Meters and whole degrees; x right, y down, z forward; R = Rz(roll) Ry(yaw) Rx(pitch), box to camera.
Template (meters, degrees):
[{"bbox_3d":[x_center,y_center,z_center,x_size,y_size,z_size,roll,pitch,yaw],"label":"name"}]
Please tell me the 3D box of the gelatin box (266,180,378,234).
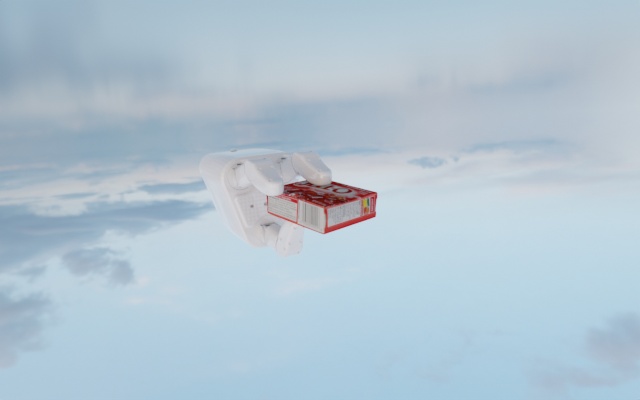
[{"bbox_3d":[0.000,0.002,0.479,0.073,0.030,0.089,-14,22,-41],"label":"gelatin box"}]
